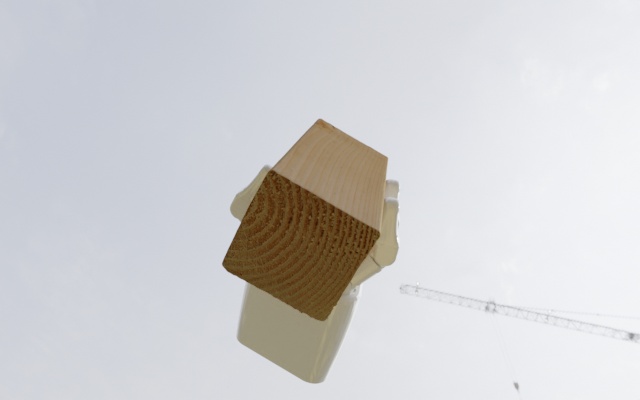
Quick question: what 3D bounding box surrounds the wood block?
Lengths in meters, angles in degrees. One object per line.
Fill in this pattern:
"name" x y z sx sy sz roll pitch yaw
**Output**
"wood block" 0.000 0.002 0.433 0.091 0.090 0.206 29 21 -2
